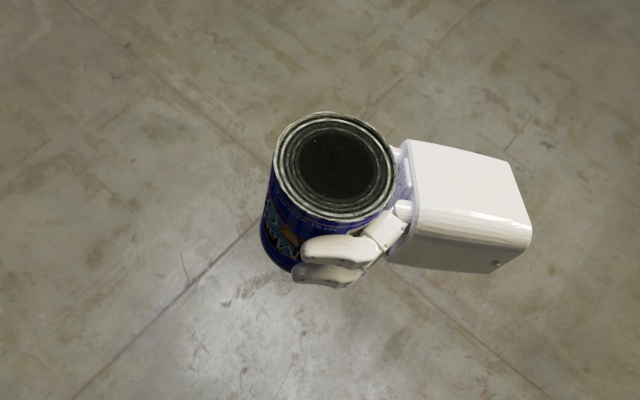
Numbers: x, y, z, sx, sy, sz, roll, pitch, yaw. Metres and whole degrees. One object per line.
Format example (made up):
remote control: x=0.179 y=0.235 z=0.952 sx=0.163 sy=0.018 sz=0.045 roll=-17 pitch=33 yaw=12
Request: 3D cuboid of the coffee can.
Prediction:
coffee can: x=0.000 y=0.001 z=0.441 sx=0.103 sy=0.102 sz=0.140 roll=0 pitch=-26 yaw=-12
